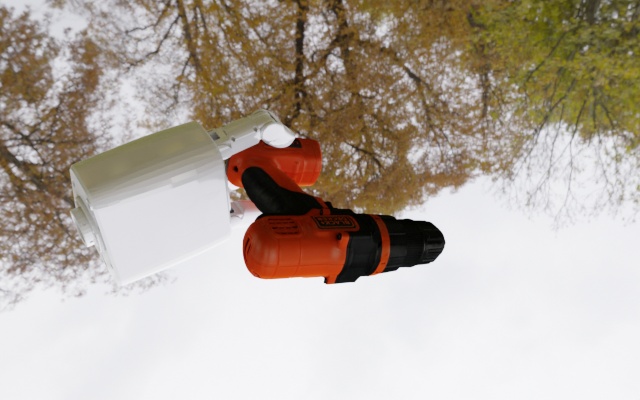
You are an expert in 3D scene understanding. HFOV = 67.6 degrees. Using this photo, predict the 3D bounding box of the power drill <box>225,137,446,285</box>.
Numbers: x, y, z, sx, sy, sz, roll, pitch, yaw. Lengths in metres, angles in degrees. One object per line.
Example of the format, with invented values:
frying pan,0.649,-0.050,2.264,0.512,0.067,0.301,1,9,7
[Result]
power drill,0.000,0.001,0.442,0.184,0.057,0.187,2,28,-29
